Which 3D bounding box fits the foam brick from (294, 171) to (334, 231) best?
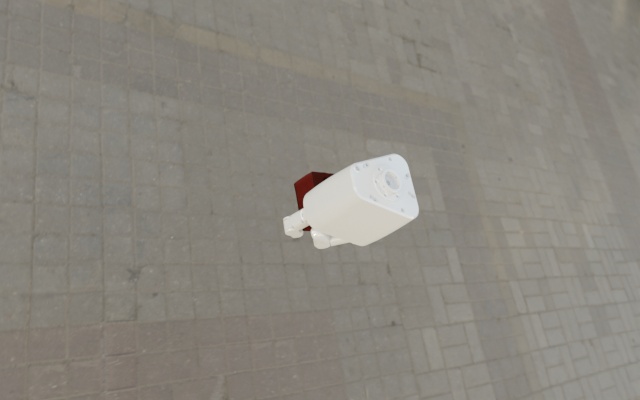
[{"bbox_3d":[0.000,0.002,0.709,0.053,0.078,0.051,4,-24,-35],"label":"foam brick"}]
